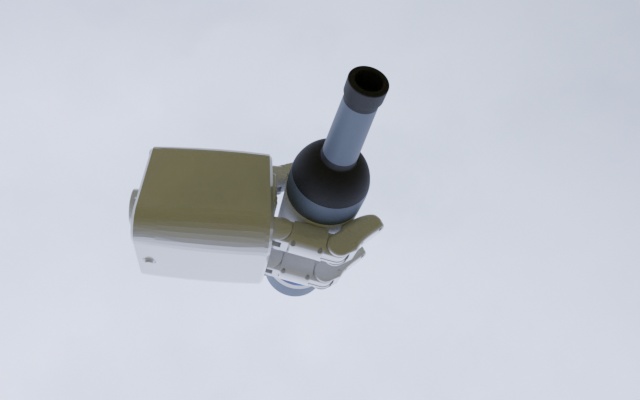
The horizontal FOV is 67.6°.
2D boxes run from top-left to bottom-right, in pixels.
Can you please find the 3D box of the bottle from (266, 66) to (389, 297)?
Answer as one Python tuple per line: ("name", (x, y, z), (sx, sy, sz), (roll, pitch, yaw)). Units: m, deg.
("bottle", (0.000, 0.002, 0.421), (0.069, 0.069, 0.296), (0, -31, -14))
